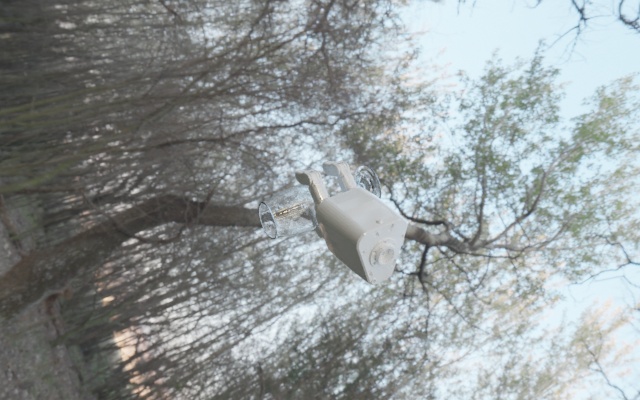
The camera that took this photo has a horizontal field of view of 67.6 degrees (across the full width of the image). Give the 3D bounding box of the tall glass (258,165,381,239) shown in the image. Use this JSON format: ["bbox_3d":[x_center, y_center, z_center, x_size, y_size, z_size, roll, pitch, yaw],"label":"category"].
[{"bbox_3d":[0.001,0.002,0.794,0.201,0.079,0.079,-19,9,-26],"label":"tall glass"}]
